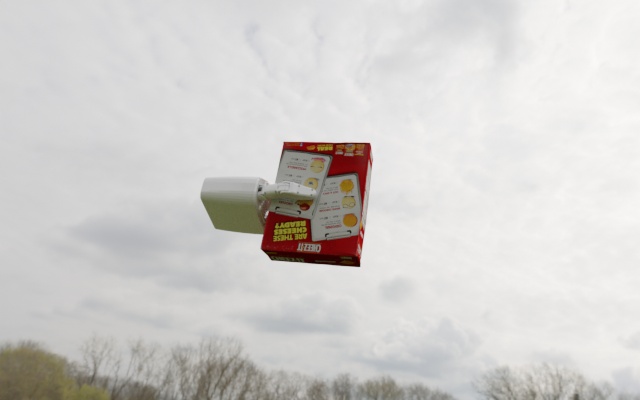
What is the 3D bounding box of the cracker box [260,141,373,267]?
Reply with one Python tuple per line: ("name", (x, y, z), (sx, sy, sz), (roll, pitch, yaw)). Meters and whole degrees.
("cracker box", (0.000, 0.003, 0.837), (0.164, 0.213, 0.072), (3, -25, 14))
